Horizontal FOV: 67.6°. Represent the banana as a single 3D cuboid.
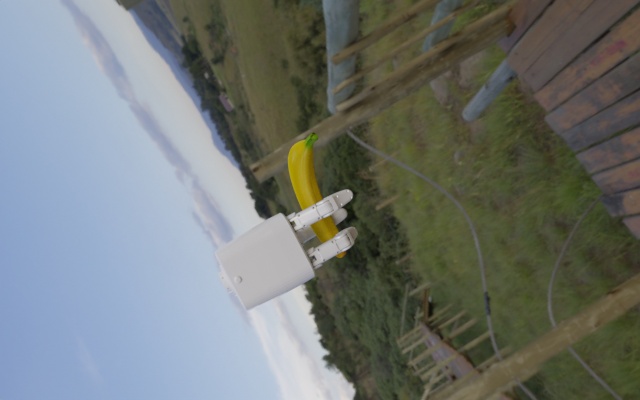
[{"bbox_3d":[-0.010,-0.006,0.697,0.037,0.198,0.069,-27,27,-21],"label":"banana"}]
